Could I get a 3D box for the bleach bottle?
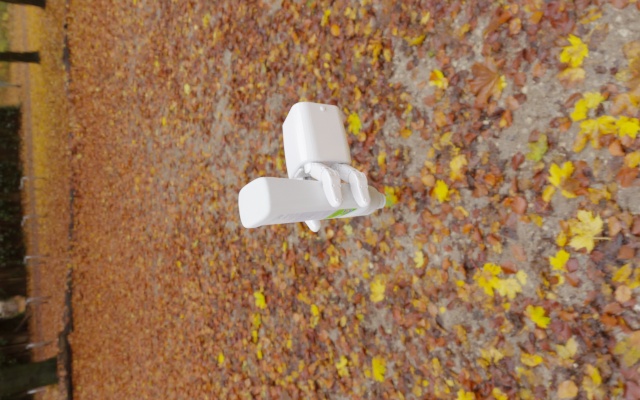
[{"bbox_3d":[0.000,0.003,0.792,0.251,0.068,0.102,0,-15,-35],"label":"bleach bottle"}]
